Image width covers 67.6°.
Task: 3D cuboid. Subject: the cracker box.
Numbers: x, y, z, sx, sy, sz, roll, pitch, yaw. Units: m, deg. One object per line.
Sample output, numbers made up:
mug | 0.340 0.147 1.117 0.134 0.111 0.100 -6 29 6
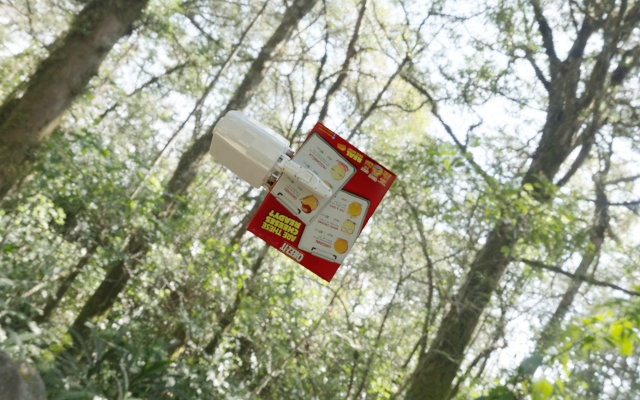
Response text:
cracker box | 0.000 0.002 0.802 0.164 0.213 0.072 34 -8 -5
